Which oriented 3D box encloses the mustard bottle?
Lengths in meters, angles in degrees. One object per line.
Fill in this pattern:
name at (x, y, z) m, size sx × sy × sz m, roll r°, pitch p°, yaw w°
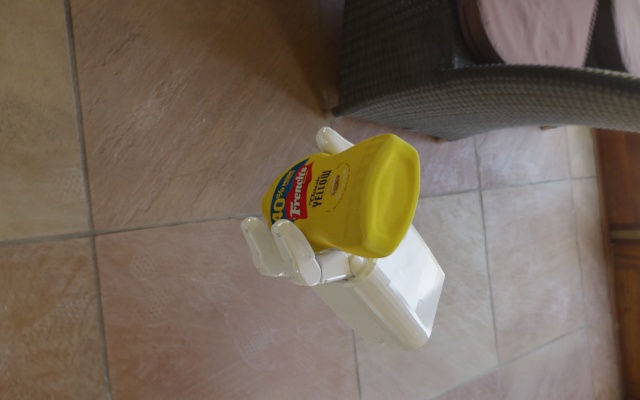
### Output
mustard bottle at (0.000, 0.001, 0.435) m, size 0.058 × 0.096 × 0.191 m, roll 25°, pitch -18°, yaw -31°
